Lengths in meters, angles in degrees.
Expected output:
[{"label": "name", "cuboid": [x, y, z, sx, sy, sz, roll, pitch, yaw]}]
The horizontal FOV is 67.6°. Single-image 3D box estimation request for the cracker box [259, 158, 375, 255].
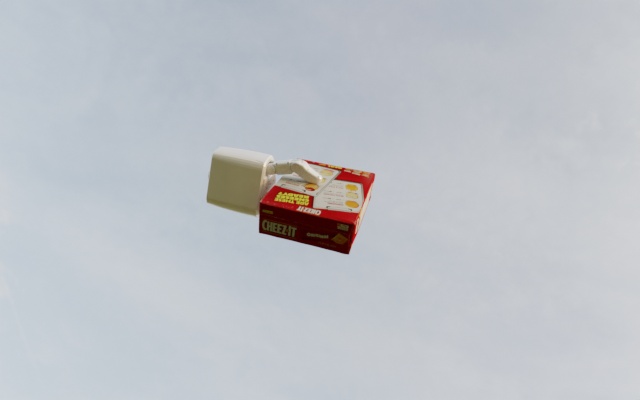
[{"label": "cracker box", "cuboid": [0.000, 0.003, 0.874, 0.164, 0.072, 0.213, 12, 28, 10]}]
